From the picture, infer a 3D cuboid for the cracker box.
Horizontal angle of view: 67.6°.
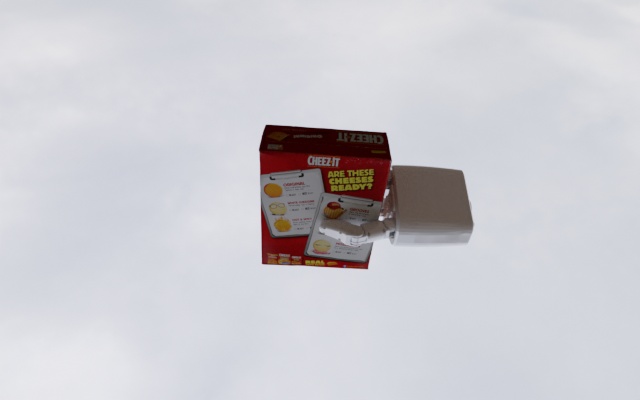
[{"bbox_3d":[0.000,0.002,0.669,0.164,0.214,0.072,3,42,-2],"label":"cracker box"}]
